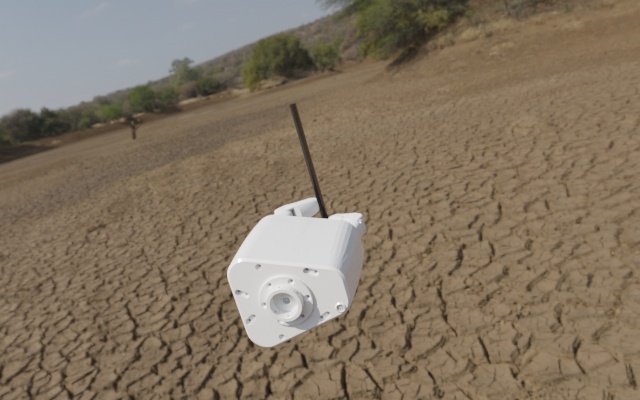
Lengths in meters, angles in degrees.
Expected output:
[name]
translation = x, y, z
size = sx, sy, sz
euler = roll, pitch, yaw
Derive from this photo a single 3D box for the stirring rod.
[stirring rod]
translation = 0.000, 0.002, 0.576
size = 0.011, 0.239, 0.011
euler = -15, 15, 4
